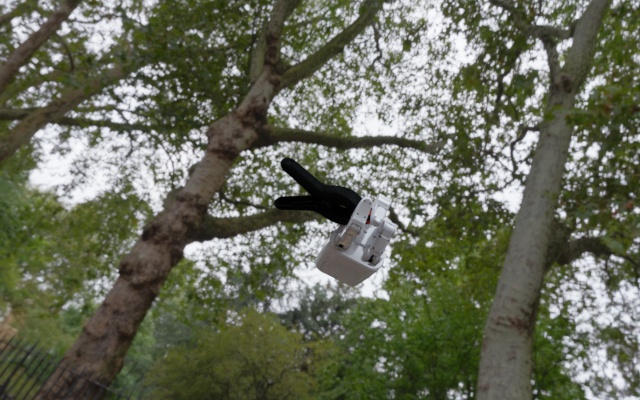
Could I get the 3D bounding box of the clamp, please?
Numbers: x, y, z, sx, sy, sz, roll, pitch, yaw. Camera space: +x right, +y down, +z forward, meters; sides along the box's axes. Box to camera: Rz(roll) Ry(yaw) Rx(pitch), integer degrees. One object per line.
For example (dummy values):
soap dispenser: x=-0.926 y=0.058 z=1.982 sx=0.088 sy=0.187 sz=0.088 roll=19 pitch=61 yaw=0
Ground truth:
clamp: x=0.001 y=0.002 z=0.783 sx=0.171 sy=0.039 sz=0.120 roll=28 pitch=-32 yaw=-3
